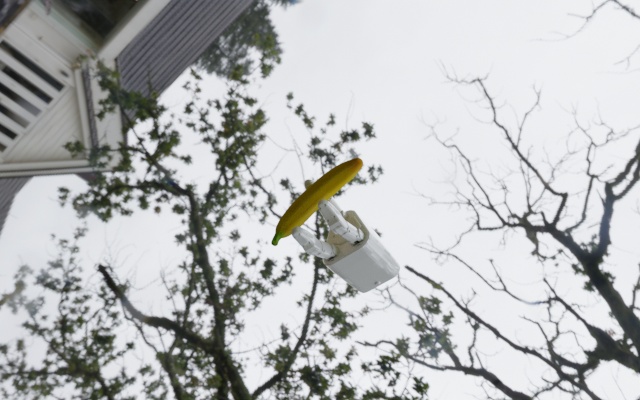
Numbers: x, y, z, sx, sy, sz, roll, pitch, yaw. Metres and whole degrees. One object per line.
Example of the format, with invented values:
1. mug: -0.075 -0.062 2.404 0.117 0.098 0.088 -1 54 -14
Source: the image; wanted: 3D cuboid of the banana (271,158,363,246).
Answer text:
1. banana: -0.008 0.000 0.790 0.037 0.198 0.069 45 -1 -24
